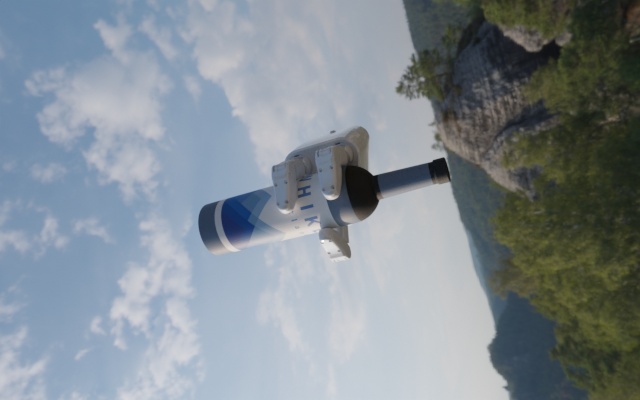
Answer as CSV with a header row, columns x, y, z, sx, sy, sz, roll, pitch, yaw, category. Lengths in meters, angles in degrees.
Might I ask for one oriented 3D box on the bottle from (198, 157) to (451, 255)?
x,y,z,sx,sy,sz,roll,pitch,yaw,category
0.000,0.002,0.553,0.296,0.069,0.069,-15,-5,19,bottle
